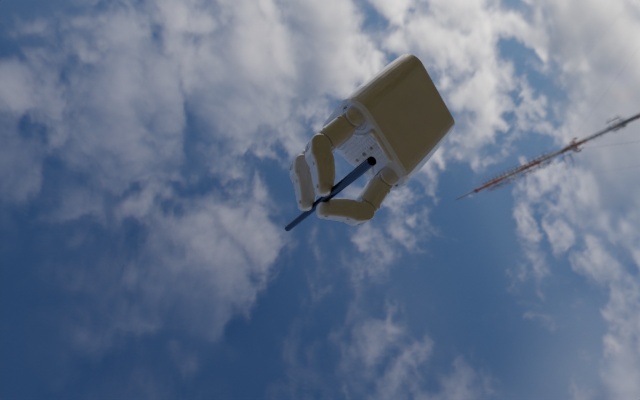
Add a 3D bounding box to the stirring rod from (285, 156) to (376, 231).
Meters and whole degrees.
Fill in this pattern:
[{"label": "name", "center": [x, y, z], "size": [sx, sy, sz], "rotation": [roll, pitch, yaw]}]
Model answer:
[{"label": "stirring rod", "center": [0.000, 0.002, 0.489], "size": [0.011, 0.011, 0.239], "rotation": [0, -16, -21]}]
